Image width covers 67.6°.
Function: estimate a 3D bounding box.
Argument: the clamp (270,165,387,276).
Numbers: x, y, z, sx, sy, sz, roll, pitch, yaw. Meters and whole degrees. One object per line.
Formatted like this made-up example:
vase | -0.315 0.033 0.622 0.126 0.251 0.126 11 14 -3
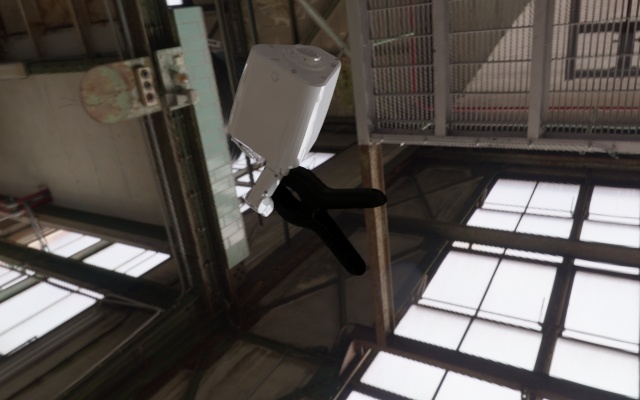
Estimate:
clamp | 0.000 0.002 0.560 0.171 0.120 0.039 35 36 15
